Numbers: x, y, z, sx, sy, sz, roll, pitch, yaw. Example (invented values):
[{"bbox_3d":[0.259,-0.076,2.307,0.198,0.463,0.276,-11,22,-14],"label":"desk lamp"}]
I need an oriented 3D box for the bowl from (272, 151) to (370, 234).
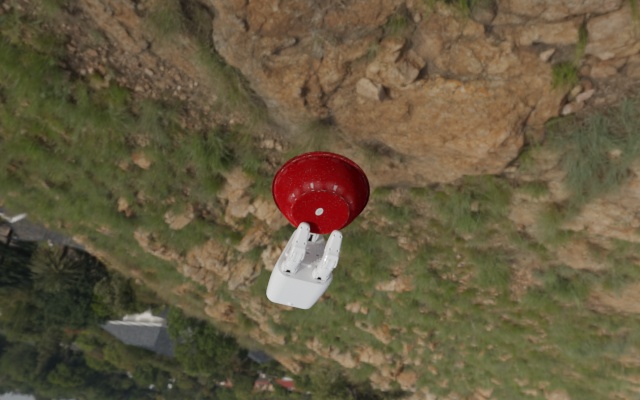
[{"bbox_3d":[0.000,0.002,0.762,0.162,0.162,0.055,0,39,1],"label":"bowl"}]
